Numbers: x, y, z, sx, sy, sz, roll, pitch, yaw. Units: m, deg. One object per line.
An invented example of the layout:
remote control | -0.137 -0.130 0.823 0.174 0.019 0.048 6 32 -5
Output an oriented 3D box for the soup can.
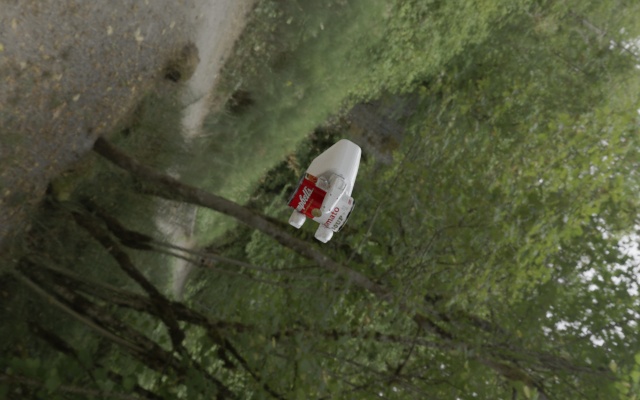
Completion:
soup can | 0.000 0.003 0.832 0.102 0.068 0.068 29 -4 -7
